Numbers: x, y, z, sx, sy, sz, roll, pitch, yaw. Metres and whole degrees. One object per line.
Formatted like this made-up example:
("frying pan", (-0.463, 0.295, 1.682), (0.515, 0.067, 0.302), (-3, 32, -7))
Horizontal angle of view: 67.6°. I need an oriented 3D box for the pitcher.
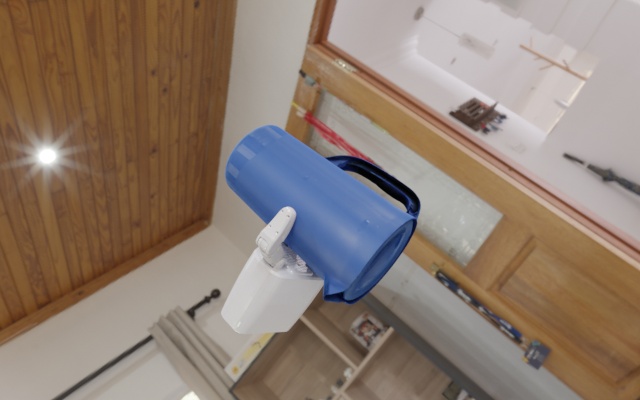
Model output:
("pitcher", (0.000, 0.002, 0.620), (0.242, 0.145, 0.149), (39, 19, 21))
